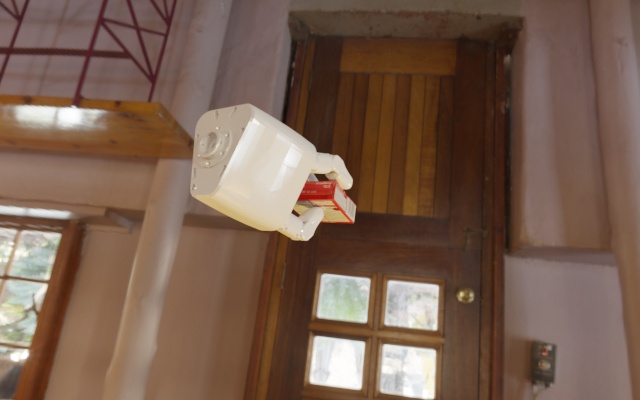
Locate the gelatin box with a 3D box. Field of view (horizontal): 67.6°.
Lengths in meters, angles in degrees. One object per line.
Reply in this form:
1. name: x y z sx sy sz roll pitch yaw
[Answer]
1. gelatin box: 0.000 0.003 0.649 0.073 0.030 0.089 1 -22 24
